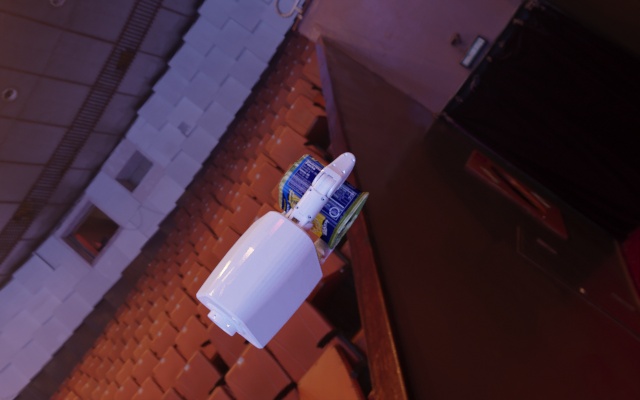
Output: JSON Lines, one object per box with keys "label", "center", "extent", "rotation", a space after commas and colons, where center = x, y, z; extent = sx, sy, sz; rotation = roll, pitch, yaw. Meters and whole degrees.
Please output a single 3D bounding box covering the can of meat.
{"label": "can of meat", "center": [0.000, 0.002, 0.548], "extent": [0.084, 0.057, 0.102], "rotation": [36, -20, 8]}
